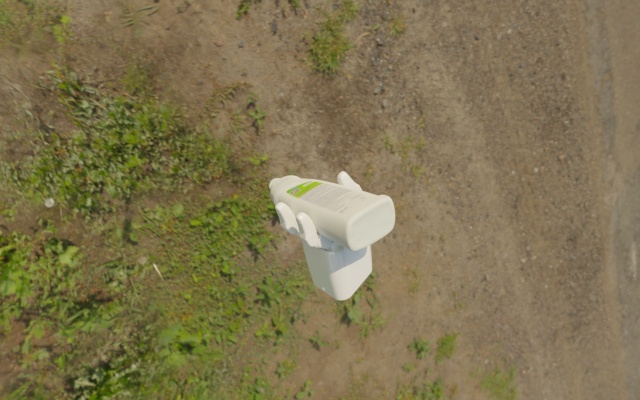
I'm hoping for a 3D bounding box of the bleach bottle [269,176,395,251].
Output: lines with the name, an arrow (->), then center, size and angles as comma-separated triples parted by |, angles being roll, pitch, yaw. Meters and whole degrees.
bleach bottle -> 0.000, 0.003, 0.802 | 0.102, 0.068, 0.250 | -27, 32, -30
